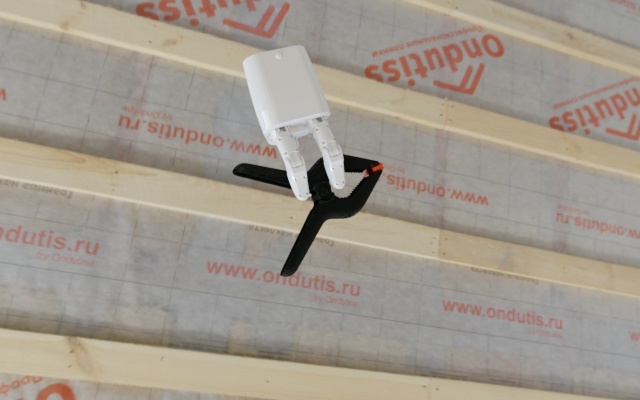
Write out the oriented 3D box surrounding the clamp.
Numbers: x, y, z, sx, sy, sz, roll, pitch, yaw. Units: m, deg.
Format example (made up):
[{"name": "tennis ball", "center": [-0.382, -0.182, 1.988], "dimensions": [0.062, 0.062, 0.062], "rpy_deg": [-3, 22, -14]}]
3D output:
[{"name": "clamp", "center": [0.000, 0.002, 0.671], "dimensions": [0.210, 0.164, 0.036], "rpy_deg": [-18, -1, -19]}]
